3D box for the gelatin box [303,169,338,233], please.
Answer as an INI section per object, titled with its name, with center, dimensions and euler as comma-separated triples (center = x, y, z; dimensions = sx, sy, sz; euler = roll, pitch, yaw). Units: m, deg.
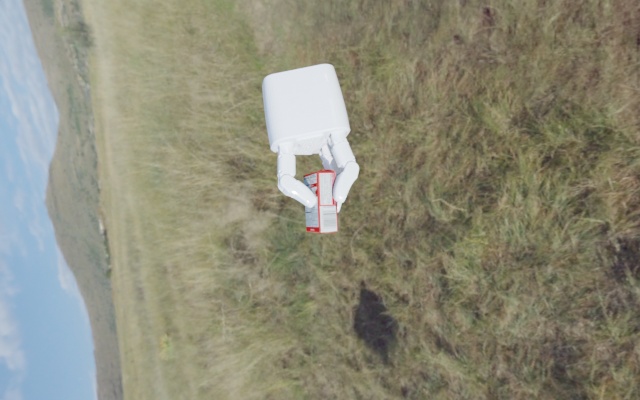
[gelatin box]
center = 0.000, 0.003, 0.697
dimensions = 0.030, 0.089, 0.073
euler = -2, -2, -17
